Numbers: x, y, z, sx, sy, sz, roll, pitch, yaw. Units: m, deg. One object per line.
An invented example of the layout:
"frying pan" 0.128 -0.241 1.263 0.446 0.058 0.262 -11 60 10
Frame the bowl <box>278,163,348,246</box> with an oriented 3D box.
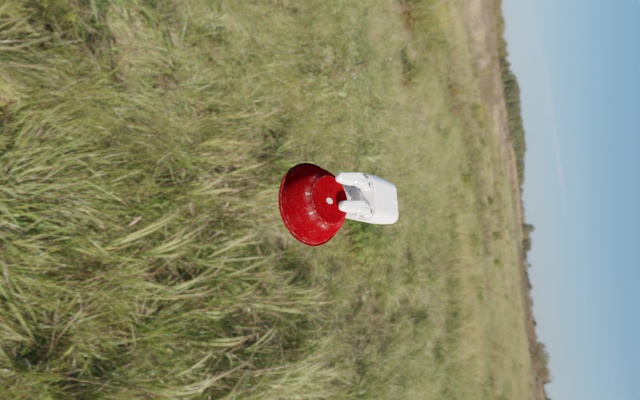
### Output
"bowl" -0.001 0.003 0.892 0.162 0.162 0.055 0 -9 -43
